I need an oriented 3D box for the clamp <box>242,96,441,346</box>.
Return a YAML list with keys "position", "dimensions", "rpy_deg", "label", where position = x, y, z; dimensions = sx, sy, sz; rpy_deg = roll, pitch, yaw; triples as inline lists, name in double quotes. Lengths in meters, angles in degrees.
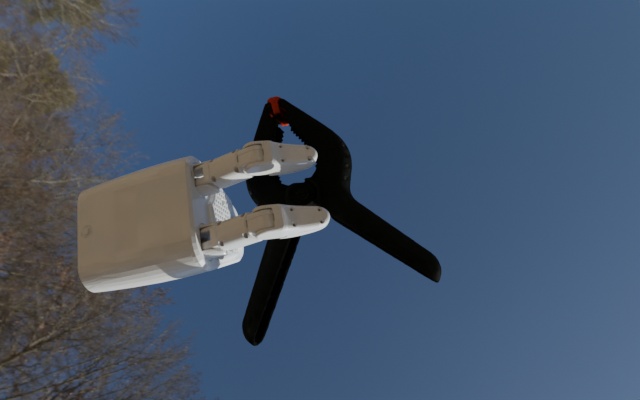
- position: [0.000, 0.001, 0.407]
  dimensions: [0.164, 0.210, 0.036]
  rpy_deg: [-14, -20, 7]
  label: "clamp"
